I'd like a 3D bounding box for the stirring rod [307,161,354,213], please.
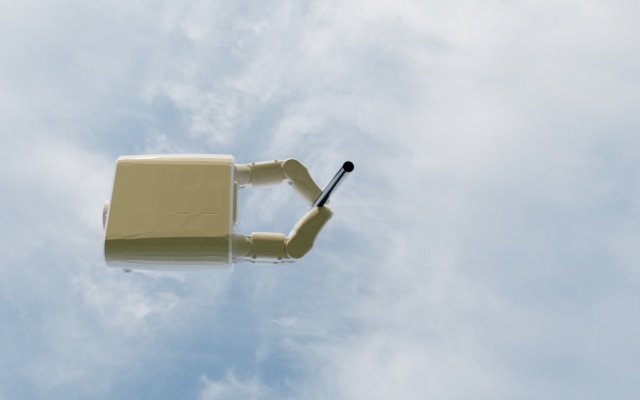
[{"bbox_3d":[0.000,0.001,0.432,0.011,0.011,0.239,0,-11,-9],"label":"stirring rod"}]
